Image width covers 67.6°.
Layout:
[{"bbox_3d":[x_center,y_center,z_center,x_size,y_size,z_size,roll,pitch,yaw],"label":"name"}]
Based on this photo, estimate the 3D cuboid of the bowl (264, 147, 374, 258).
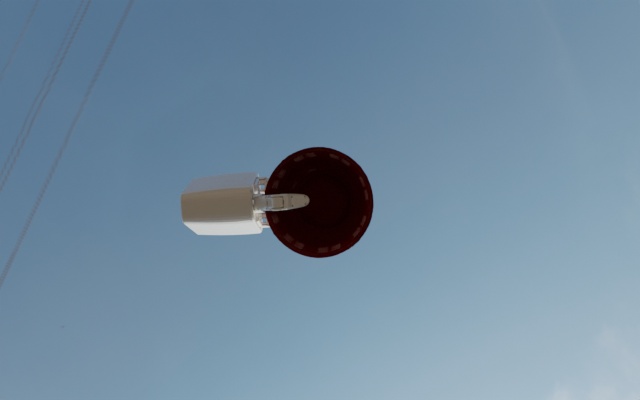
[{"bbox_3d":[0.001,0.003,0.716,0.162,0.162,0.055,0,2,9],"label":"bowl"}]
